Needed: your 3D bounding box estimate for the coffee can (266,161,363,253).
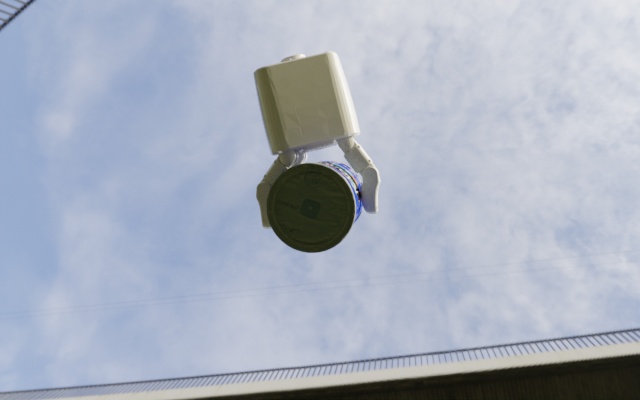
[{"bbox_3d":[0.000,0.002,0.604,0.103,0.103,0.140,0,6,10],"label":"coffee can"}]
